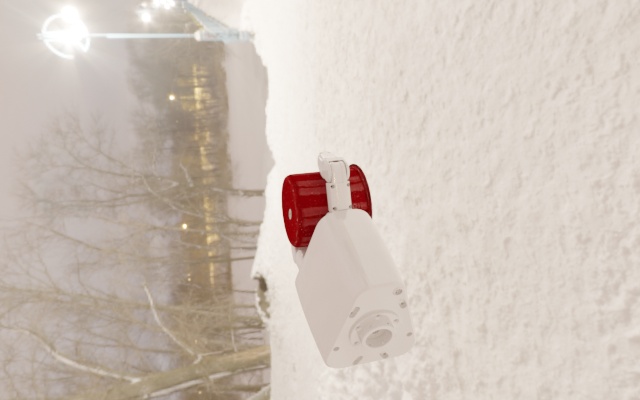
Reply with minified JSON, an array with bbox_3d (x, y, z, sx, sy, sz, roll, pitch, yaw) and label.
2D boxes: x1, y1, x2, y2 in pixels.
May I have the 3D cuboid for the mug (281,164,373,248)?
[{"bbox_3d":[-0.001,0.001,0.545,0.081,0.093,0.117,-6,34,-15],"label":"mug"}]
